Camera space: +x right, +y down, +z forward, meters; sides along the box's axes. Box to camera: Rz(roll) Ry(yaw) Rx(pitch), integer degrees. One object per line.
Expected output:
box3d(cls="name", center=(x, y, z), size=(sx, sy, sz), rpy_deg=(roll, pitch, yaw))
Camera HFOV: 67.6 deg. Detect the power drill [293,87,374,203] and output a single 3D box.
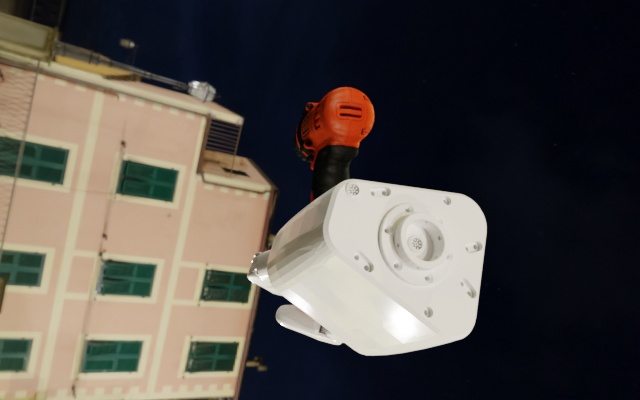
box3d(cls="power drill", center=(0.000, 0.002, 0.455), size=(0.057, 0.187, 0.184), rpy_deg=(2, -3, -10))
